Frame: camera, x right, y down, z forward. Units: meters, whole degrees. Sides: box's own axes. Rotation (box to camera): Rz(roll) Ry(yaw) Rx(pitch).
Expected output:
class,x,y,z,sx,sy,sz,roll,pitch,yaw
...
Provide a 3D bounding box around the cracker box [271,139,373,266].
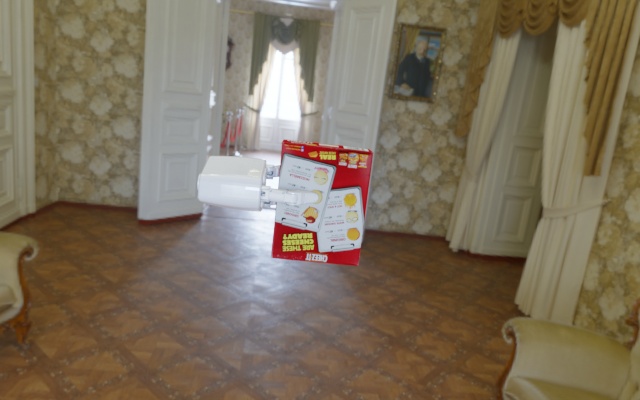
class,x,y,z,sx,sy,sz,roll,pitch,yaw
cracker box,0.000,0.003,0.880,0.164,0.214,0.072,6,12,-3
